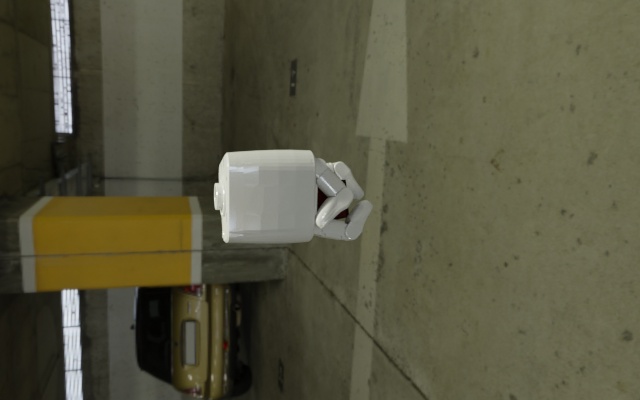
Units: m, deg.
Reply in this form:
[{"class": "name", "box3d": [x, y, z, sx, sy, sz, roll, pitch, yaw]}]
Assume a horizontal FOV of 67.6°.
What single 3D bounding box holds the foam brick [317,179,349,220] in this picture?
[{"class": "foam brick", "box3d": [0.000, 0.002, 0.652, 0.051, 0.053, 0.078, -2, -7, -18]}]
